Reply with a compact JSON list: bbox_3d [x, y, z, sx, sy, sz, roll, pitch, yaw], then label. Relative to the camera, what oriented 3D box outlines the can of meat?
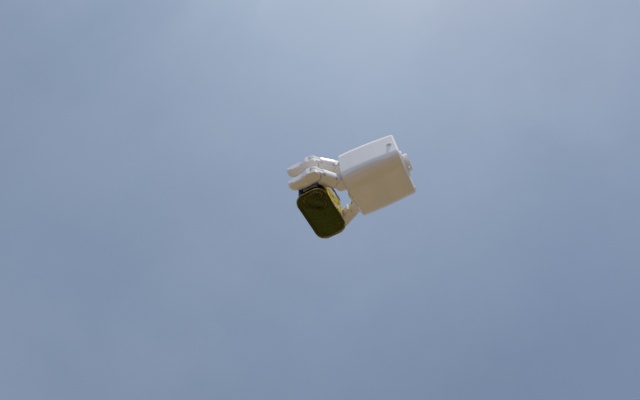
[{"bbox_3d":[0.000,0.003,0.860,0.057,0.102,0.084,-26,29,13],"label":"can of meat"}]
